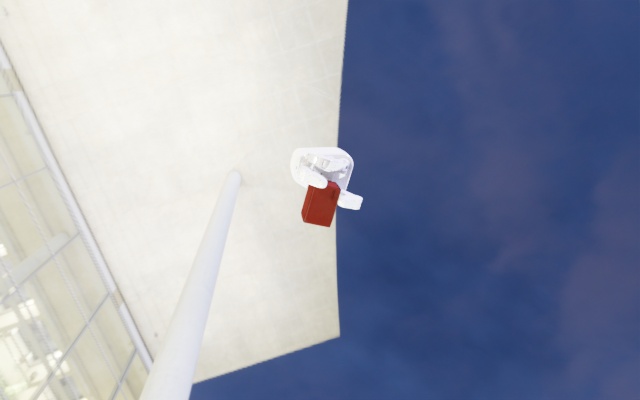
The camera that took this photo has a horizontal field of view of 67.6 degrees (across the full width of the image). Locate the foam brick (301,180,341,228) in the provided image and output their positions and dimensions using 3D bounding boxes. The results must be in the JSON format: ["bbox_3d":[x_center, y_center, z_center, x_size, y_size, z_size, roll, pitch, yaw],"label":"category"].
[{"bbox_3d":[0.000,0.003,0.882,0.053,0.078,0.051,14,13,-13],"label":"foam brick"}]
